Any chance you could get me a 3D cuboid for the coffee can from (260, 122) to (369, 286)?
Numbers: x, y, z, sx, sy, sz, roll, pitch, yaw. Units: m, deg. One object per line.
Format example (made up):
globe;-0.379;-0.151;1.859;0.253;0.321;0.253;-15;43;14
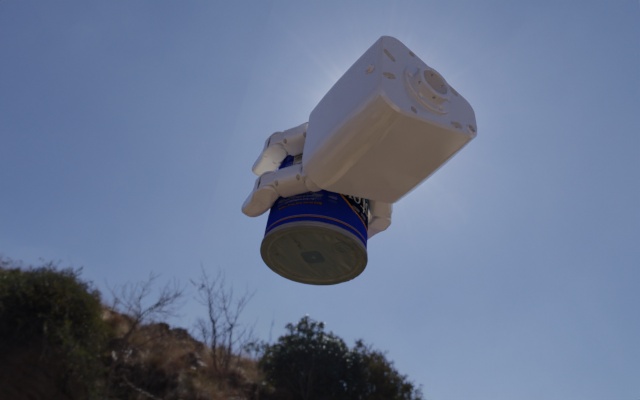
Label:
coffee can;0.000;0.002;0.495;0.103;0.140;0.103;4;-39;4
